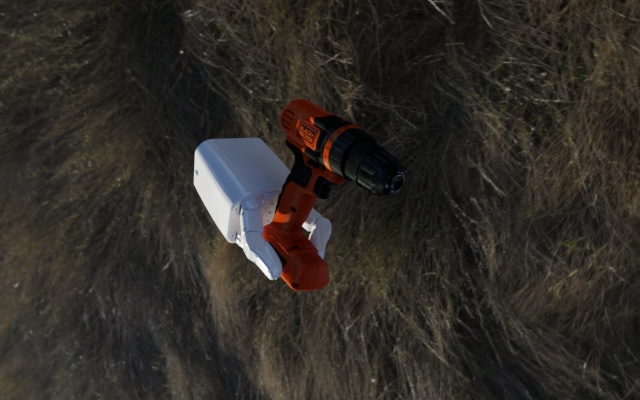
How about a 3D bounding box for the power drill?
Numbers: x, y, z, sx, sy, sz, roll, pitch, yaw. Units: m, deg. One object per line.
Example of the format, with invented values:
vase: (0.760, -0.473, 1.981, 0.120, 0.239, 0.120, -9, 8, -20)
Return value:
power drill: (0.000, 0.002, 0.519, 0.057, 0.188, 0.184, 2, 27, -38)
